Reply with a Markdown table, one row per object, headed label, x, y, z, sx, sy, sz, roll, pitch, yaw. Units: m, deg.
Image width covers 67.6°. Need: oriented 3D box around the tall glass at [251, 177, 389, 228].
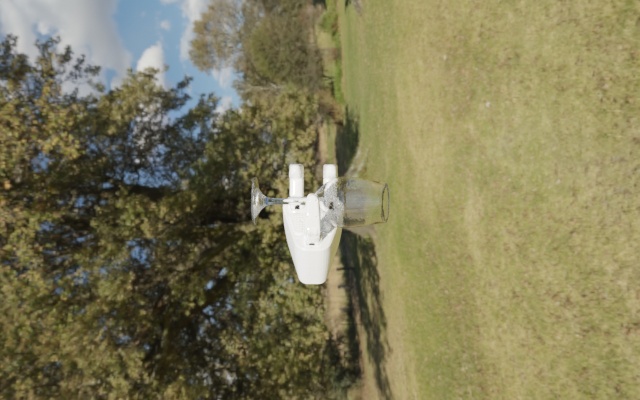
| label | x | y | z | sx | sy | sz | roll | pitch | yaw |
| --- | --- | --- | --- | --- | --- | --- | --- | --- | --- |
| tall glass | -0.001 | 0.002 | 0.723 | 0.201 | 0.079 | 0.079 | 0 | 0 | 0 |
